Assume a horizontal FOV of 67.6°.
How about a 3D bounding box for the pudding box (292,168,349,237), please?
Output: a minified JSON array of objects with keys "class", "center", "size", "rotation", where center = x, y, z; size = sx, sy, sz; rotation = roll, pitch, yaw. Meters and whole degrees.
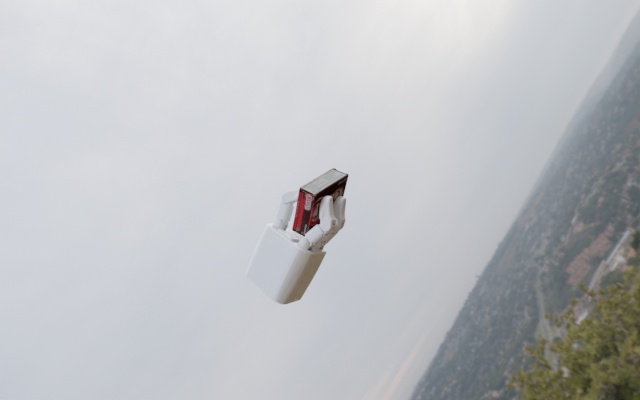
[{"class":"pudding box","center":[0.000,0.003,0.844],"size":[0.039,0.090,0.113],"rotation":[27,35,21]}]
